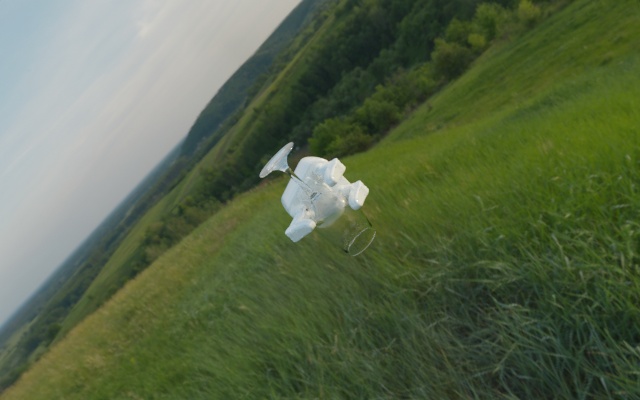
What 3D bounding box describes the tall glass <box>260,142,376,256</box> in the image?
[{"bbox_3d":[0.000,0.002,0.767,0.201,0.079,0.079,44,-15,-17],"label":"tall glass"}]
